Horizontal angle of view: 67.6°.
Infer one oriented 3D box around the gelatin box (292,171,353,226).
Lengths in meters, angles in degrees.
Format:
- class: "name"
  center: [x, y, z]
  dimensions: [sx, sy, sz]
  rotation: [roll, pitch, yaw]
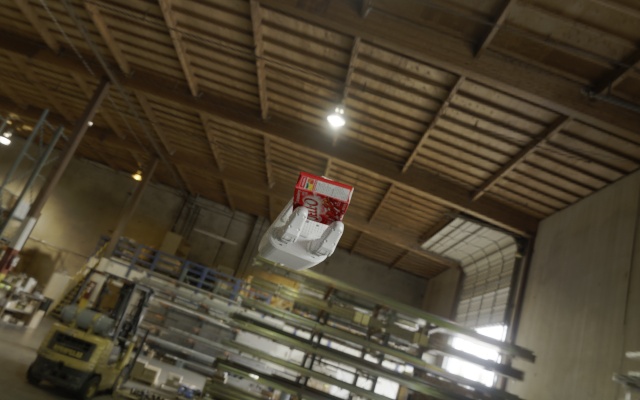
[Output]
- class: "gelatin box"
  center: [0.000, 0.002, 0.654]
  dimensions: [0.073, 0.030, 0.089]
  rotation: [17, -27, 1]
